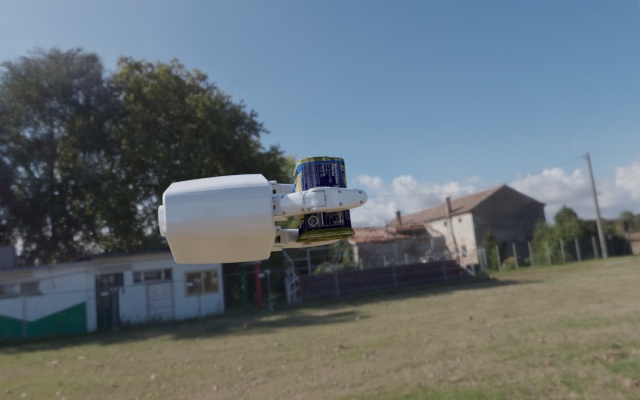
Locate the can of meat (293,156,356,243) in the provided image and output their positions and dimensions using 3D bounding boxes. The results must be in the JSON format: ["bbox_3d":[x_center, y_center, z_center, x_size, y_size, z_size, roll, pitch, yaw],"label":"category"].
[{"bbox_3d":[0.000,0.001,0.535,0.057,0.084,0.102,-5,-8,-8],"label":"can of meat"}]
